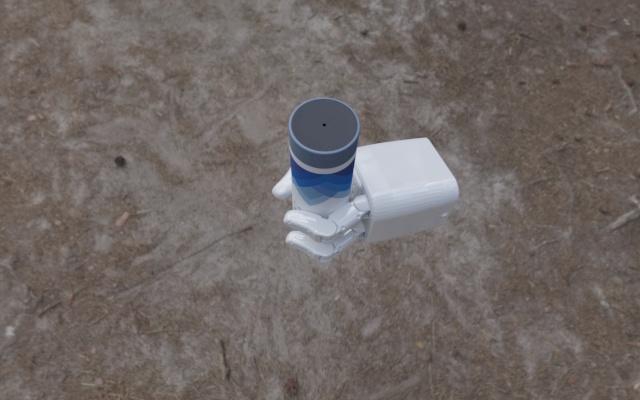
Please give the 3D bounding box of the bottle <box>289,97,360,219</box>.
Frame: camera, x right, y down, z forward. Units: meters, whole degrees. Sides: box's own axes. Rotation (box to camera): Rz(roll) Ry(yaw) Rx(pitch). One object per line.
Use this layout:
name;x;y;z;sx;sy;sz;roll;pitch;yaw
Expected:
bottle;0.000;0.002;0.569;0.069;0.069;0.296;0;-29;-2
